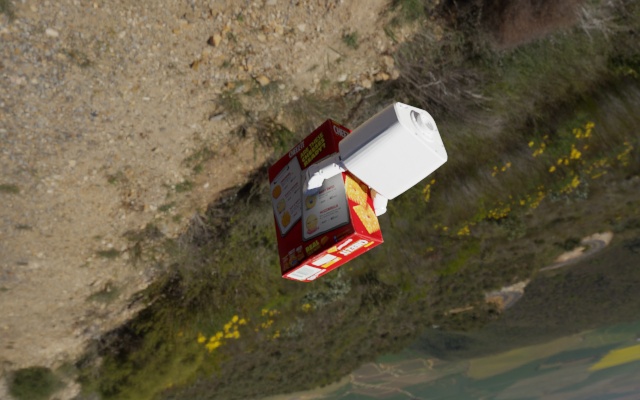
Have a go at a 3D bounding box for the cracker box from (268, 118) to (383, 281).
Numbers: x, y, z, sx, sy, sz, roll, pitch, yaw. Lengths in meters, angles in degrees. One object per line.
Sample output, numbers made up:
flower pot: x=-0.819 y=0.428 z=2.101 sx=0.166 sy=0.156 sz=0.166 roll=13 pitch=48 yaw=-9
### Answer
cracker box: x=0.000 y=0.003 z=0.777 sx=0.072 sy=0.213 sz=0.164 roll=20 pitch=-43 yaw=-40
